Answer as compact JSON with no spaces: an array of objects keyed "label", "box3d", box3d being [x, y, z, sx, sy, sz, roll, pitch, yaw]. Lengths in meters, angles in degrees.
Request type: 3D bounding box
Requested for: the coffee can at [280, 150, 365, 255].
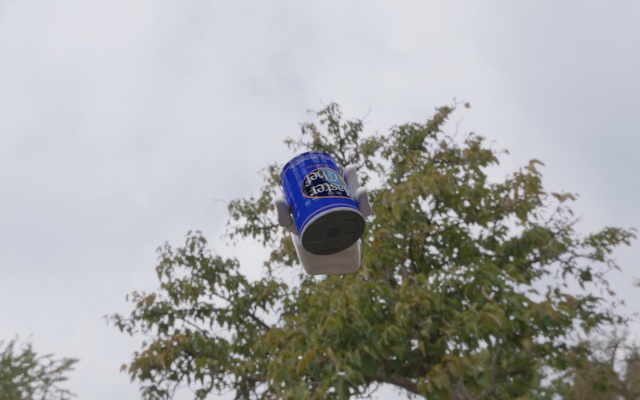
[{"label":"coffee can","box3d":[0.000,0.003,0.772,0.103,0.103,0.140,0,44,-24]}]
